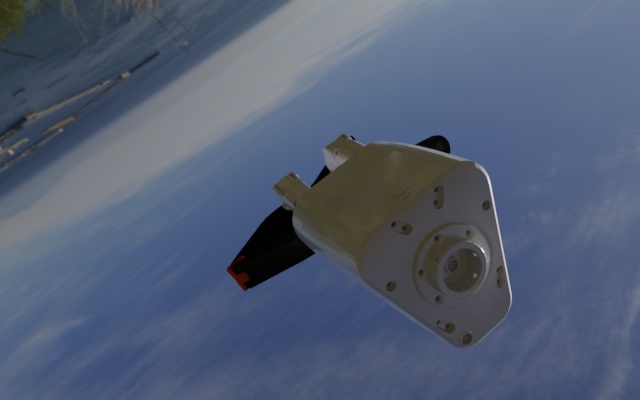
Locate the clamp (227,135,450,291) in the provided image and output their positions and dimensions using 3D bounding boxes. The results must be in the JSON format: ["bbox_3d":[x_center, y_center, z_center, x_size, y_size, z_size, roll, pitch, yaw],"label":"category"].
[{"bbox_3d":[0.000,0.002,0.450,0.210,0.036,0.164,-38,21,-10],"label":"clamp"}]
